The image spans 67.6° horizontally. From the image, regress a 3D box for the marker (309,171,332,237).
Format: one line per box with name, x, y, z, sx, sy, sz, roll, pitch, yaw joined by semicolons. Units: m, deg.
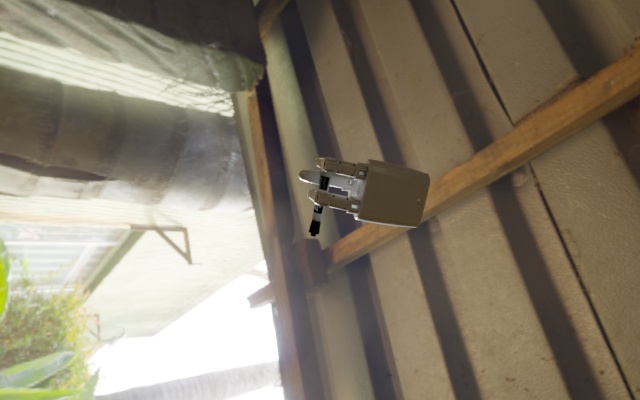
marker;0.000;0.003;0.811;0.020;0.121;0.020;12;8;-2
